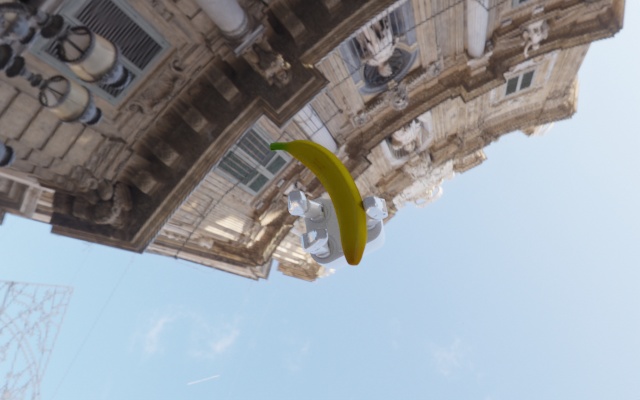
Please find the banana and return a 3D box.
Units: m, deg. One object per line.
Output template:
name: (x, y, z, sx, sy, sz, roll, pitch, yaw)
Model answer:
banana: (0.014, -0.011, 0.618, 0.069, 0.197, 0.037, -34, -18, -3)
